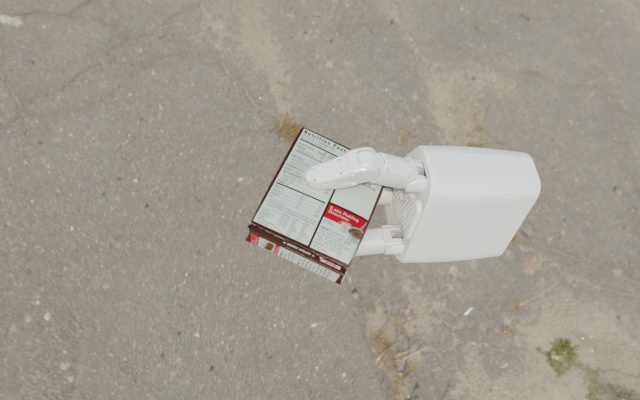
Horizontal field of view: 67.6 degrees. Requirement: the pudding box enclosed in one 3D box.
[{"bbox_3d":[0.000,0.001,0.411,0.090,0.113,0.039,25,-32,2],"label":"pudding box"}]
